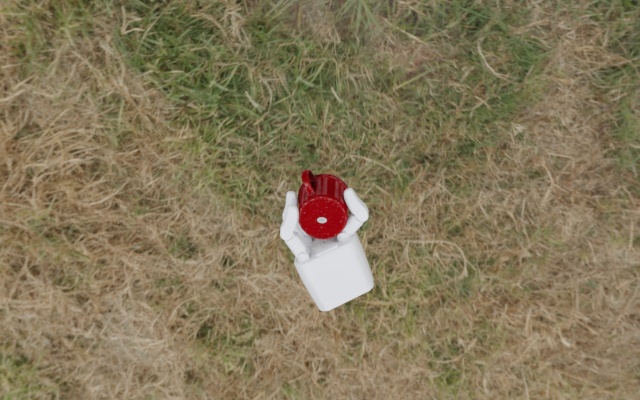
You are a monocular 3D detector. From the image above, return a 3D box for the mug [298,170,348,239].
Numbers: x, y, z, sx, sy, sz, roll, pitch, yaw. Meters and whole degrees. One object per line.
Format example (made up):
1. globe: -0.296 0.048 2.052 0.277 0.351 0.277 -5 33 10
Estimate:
1. mug: 0.000 0.001 0.797 0.093 0.117 0.081 -21 23 12
